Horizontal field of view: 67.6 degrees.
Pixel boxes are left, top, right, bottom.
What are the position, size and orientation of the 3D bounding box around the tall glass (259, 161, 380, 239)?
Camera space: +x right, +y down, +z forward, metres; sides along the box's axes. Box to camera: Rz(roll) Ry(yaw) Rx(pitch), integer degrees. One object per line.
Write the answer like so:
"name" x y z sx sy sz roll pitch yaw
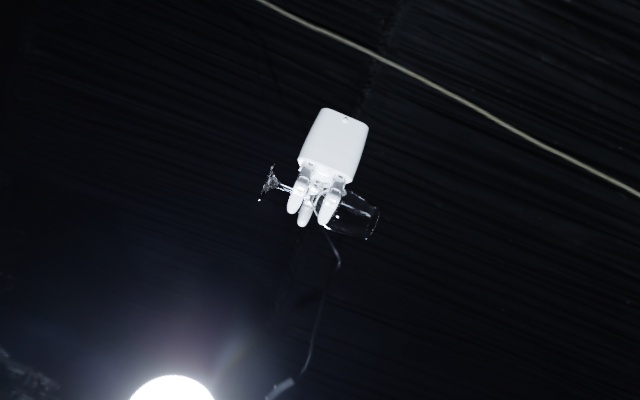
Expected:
"tall glass" -0.001 0.003 0.832 0.201 0.079 0.079 22 -2 -4
